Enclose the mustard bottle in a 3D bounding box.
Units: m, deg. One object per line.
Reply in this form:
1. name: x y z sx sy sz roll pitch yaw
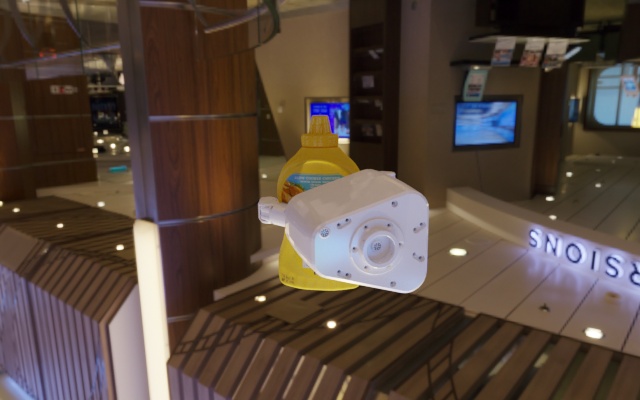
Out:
1. mustard bottle: 0.000 0.002 0.535 0.096 0.192 0.058 2 12 10
